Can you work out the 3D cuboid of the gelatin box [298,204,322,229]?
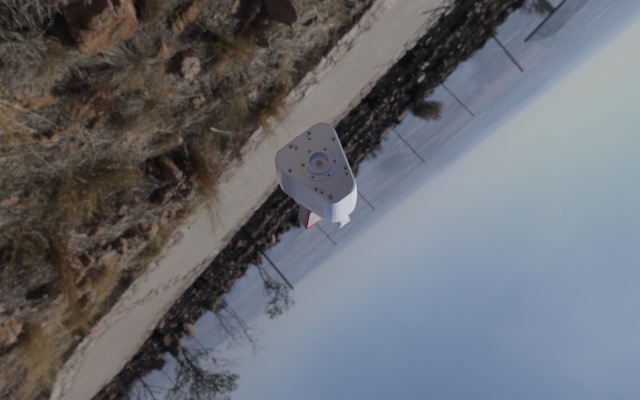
[{"bbox_3d":[0.000,0.003,0.801,0.073,0.030,0.089,-33,-19,-20],"label":"gelatin box"}]
